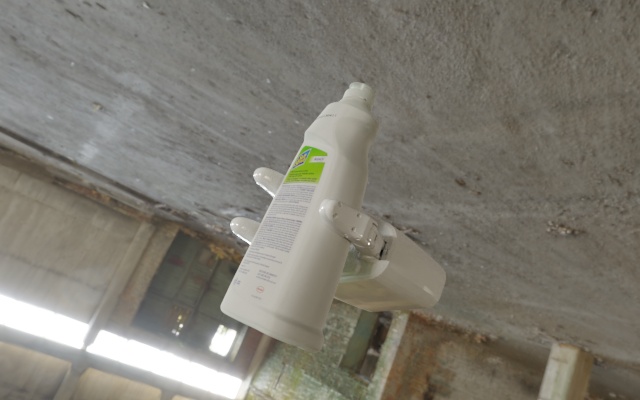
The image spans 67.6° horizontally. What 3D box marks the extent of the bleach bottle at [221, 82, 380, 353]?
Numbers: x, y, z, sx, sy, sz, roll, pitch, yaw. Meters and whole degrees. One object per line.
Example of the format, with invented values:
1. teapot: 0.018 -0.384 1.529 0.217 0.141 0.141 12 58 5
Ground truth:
1. bleach bottle: 0.000 0.001 0.442 0.068 0.250 0.102 34 -18 -37
